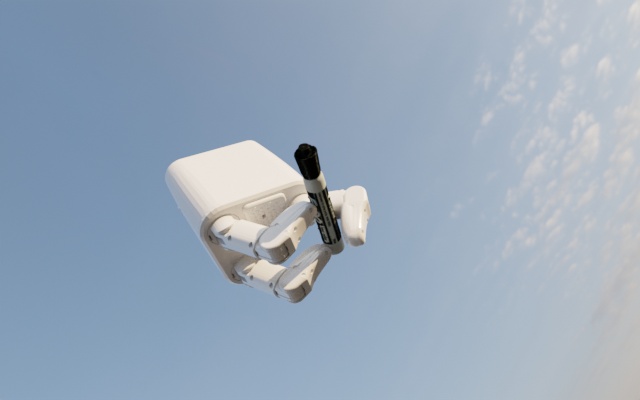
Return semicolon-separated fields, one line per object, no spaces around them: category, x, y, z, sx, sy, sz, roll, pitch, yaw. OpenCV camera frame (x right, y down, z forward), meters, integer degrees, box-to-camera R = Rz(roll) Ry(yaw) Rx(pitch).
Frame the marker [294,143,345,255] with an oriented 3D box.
marker;0.000;0.001;0.404;0.020;0.121;0.020;-9;43;9
